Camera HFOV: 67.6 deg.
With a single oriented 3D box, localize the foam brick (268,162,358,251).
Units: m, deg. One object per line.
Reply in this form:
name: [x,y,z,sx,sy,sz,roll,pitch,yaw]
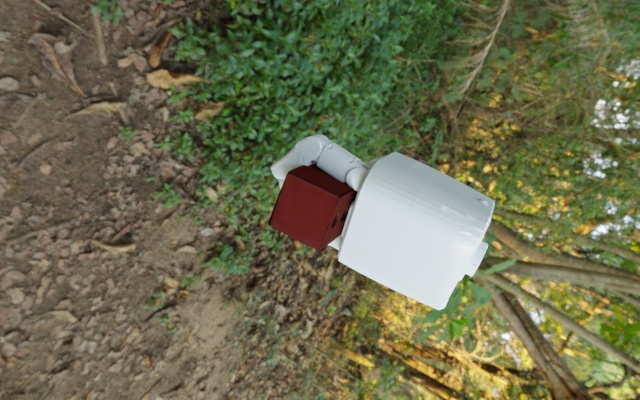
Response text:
foam brick: [0.000,0.001,0.424,0.051,0.053,0.078,27,22,15]
